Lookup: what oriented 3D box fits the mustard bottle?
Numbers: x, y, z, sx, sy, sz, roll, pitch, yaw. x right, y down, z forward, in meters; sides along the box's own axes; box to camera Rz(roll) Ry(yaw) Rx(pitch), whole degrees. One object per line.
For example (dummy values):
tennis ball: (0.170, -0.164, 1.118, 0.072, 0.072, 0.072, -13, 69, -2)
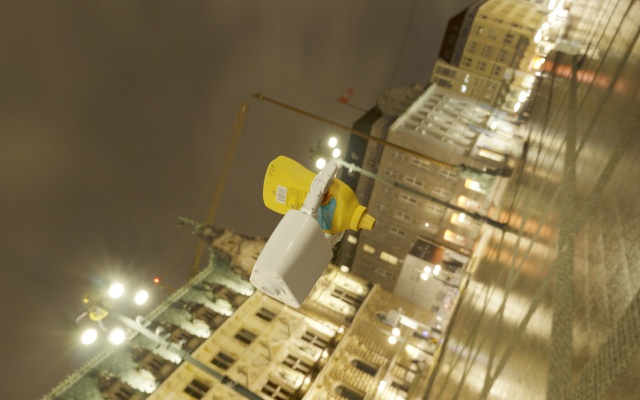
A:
mustard bottle: (0.000, 0.002, 0.783, 0.191, 0.096, 0.058, 24, 36, 17)
